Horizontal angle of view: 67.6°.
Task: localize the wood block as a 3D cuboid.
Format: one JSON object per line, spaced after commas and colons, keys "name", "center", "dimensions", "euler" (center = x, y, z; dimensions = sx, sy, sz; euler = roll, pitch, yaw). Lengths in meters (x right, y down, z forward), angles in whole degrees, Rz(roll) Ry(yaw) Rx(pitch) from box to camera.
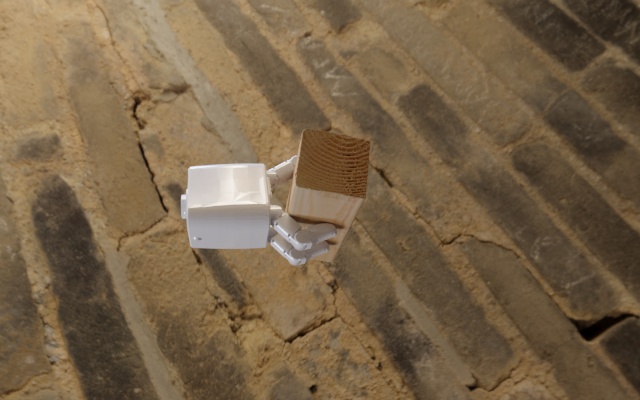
{"name": "wood block", "center": [0.000, 0.002, 0.675], "dimensions": [0.090, 0.090, 0.206], "euler": [10, -30, -5]}
